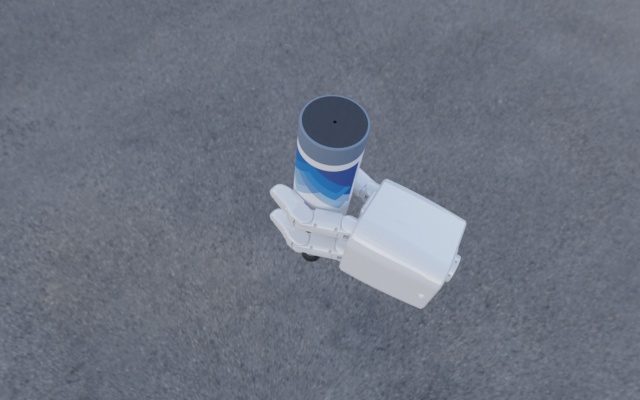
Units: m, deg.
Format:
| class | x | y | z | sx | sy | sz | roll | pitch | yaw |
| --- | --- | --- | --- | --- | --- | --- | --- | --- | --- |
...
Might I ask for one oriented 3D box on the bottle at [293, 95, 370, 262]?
| class | x | y | z | sx | sy | sz | roll | pitch | yaw |
| --- | --- | --- | --- | --- | --- | --- | --- | --- | --- |
| bottle | 0.000 | 0.002 | 0.566 | 0.069 | 0.069 | 0.296 | 0 | -31 | -6 |
